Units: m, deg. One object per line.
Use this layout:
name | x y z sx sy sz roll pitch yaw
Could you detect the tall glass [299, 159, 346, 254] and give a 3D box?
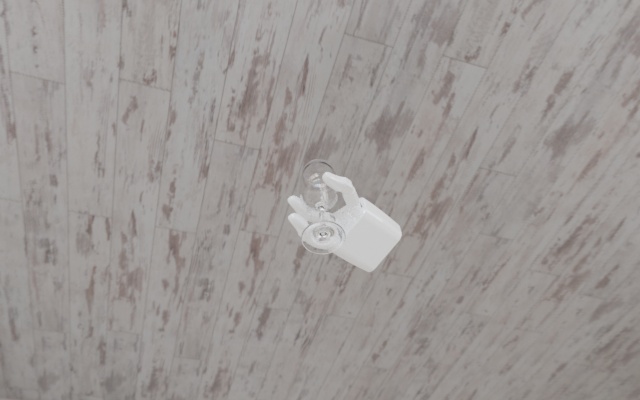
tall glass | 0.000 0.003 0.874 0.079 0.079 0.200 0 37 -4
